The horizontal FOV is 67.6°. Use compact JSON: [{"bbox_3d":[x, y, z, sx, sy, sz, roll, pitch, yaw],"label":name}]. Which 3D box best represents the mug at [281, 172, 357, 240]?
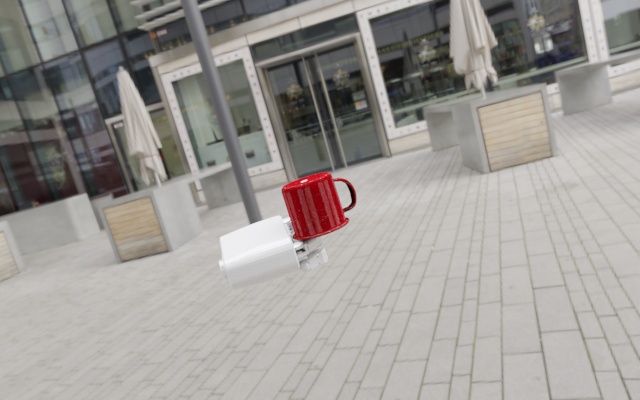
[{"bbox_3d":[0.001,0.002,0.737,0.117,0.081,0.093,-19,10,-11],"label":"mug"}]
